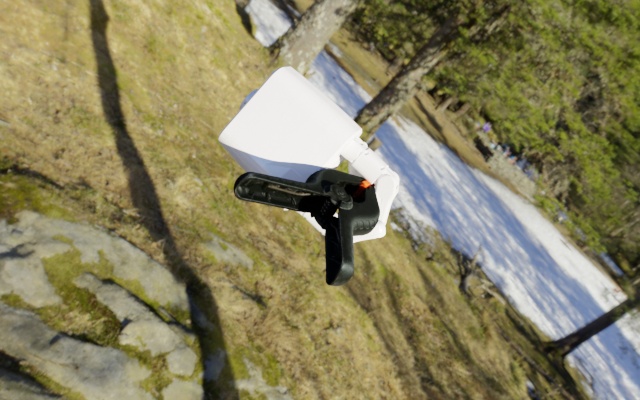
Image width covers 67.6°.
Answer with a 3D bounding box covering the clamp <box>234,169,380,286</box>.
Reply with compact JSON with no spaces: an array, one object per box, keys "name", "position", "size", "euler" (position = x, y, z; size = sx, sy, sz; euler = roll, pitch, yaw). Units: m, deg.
[{"name":"clamp","position":[0.001,0.001,0.434],"size":[0.039,0.120,0.171],"euler":[-48,-3,25]}]
